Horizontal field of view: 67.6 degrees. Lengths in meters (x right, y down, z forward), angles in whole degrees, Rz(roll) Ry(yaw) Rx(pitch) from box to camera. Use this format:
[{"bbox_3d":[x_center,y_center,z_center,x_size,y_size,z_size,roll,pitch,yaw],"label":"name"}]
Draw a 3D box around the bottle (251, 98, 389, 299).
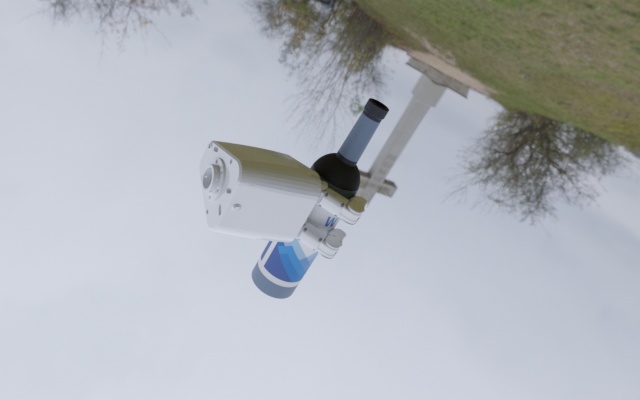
[{"bbox_3d":[0.000,0.002,0.617,0.069,0.296,0.069,25,26,-13],"label":"bottle"}]
